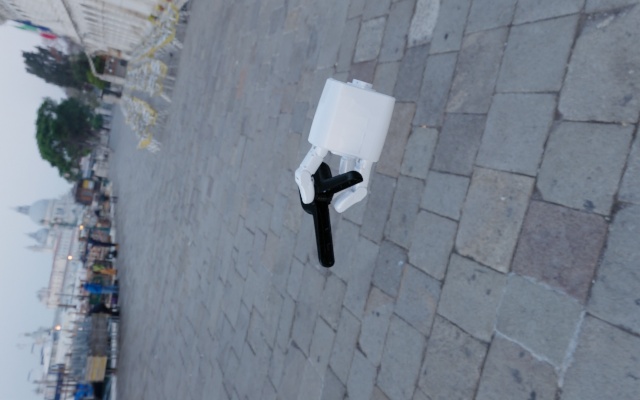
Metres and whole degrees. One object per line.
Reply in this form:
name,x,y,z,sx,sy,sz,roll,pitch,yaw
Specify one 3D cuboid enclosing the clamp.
clamp,-0.001,0.002,0.802,0.036,0.164,0.210,8,17,-25
